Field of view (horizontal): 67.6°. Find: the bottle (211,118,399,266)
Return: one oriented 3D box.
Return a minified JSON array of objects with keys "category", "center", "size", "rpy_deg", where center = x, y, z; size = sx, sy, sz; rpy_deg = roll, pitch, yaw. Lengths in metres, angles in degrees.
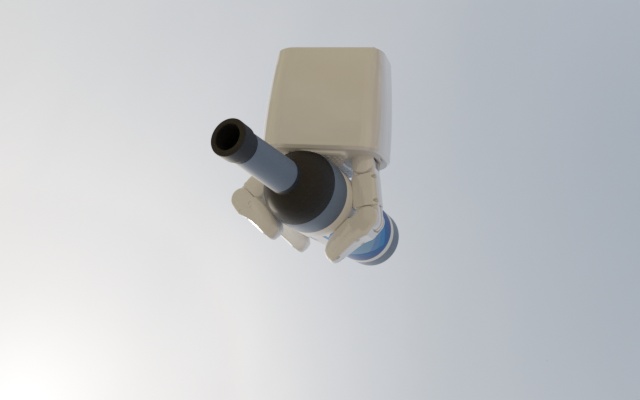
[{"category":"bottle","center":[0.000,0.002,0.436],"size":[0.069,0.069,0.296],"rpy_deg":[0,-17,25]}]
